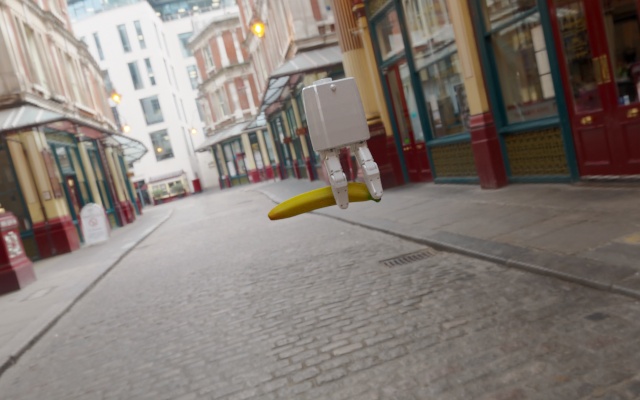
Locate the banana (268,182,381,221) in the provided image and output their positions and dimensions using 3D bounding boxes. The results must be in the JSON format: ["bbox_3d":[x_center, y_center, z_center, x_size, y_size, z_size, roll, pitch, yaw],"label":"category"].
[{"bbox_3d":[0.006,-0.002,0.834,0.198,0.037,0.069,-12,10,11],"label":"banana"}]
